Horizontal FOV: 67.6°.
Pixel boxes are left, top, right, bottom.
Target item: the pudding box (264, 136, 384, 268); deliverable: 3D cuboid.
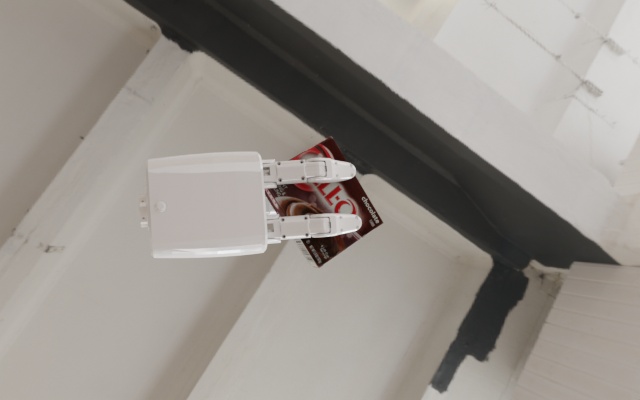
[{"bbox_3d":[0.000,0.002,0.513,0.090,0.113,0.039,-33,6,-18],"label":"pudding box"}]
